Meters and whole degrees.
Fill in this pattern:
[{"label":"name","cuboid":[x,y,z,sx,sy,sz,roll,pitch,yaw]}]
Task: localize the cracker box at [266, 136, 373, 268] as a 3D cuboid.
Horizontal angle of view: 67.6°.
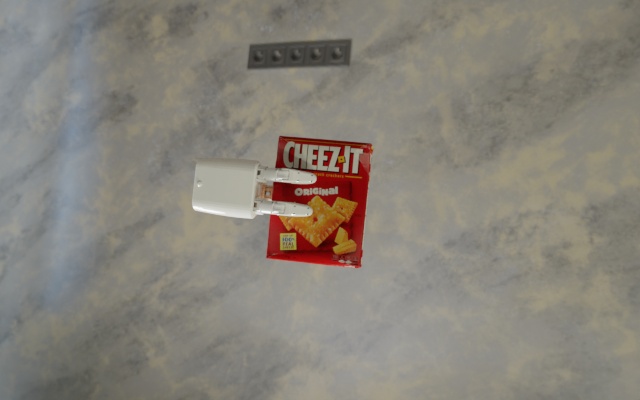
[{"label":"cracker box","cuboid":[0.000,0.003,0.830,0.164,0.213,0.072,5,-2,6]}]
